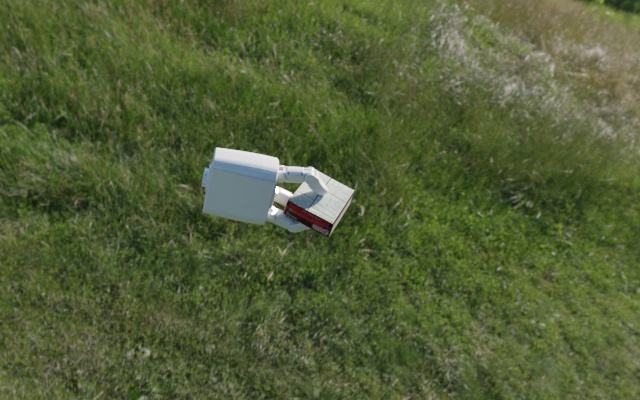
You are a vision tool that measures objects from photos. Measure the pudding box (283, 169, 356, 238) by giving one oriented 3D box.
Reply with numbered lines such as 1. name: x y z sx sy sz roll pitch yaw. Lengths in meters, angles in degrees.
1. pudding box: 0.000 0.003 0.838 0.090 0.039 0.113 29 44 7
